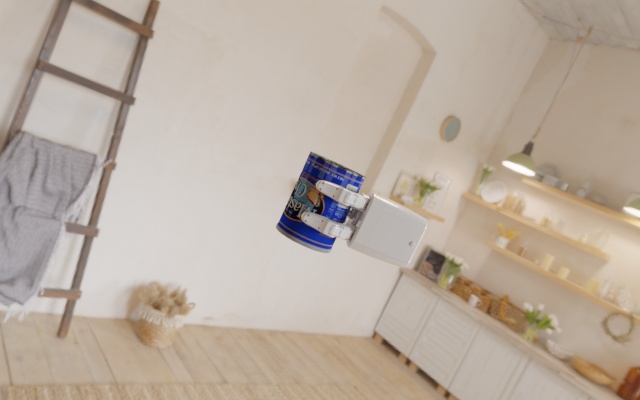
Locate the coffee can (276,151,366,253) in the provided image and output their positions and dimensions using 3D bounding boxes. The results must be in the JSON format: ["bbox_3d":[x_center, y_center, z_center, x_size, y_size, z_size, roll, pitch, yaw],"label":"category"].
[{"bbox_3d":[0.000,0.003,0.800,0.103,0.140,0.103,25,7,-3],"label":"coffee can"}]
